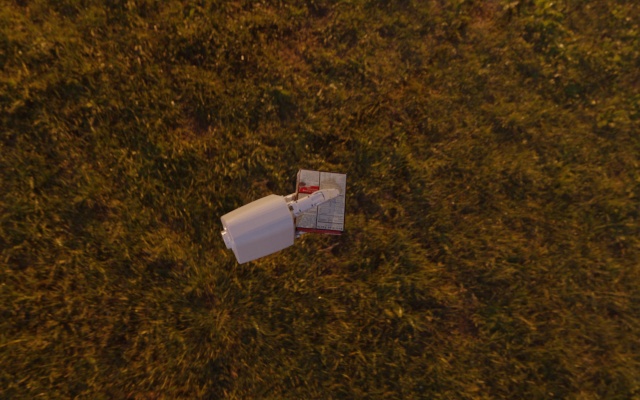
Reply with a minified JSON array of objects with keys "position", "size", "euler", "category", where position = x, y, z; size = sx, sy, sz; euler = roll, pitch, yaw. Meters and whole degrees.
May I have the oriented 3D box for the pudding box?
[{"position":[0.000,0.003,0.857],"size":[0.090,0.113,0.039],"euler":[6,-13,-7],"category":"pudding box"}]
